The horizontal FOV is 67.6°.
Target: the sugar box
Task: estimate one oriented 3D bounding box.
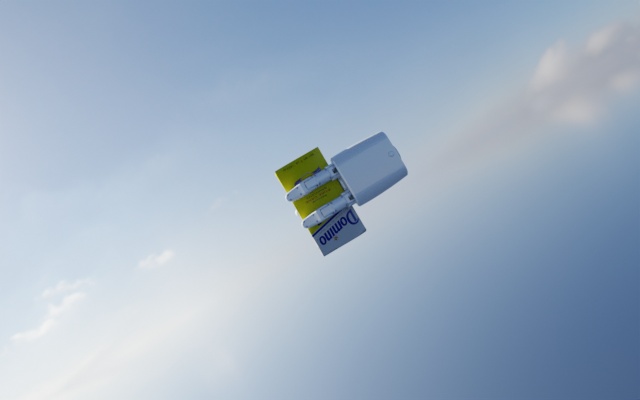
[{"bbox_3d":[0.000,0.003,0.863,0.093,0.176,0.048,-31,-3,-3],"label":"sugar box"}]
